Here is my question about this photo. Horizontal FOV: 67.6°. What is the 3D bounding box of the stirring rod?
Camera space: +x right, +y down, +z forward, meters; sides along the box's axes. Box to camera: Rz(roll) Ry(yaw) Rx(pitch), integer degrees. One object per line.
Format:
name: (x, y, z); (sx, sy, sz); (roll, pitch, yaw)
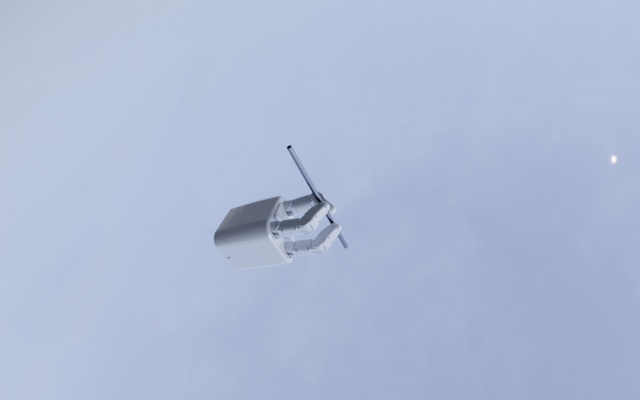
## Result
stirring rod: (0.000, 0.002, 0.760); (0.011, 0.011, 0.240); (0, -41, 30)
